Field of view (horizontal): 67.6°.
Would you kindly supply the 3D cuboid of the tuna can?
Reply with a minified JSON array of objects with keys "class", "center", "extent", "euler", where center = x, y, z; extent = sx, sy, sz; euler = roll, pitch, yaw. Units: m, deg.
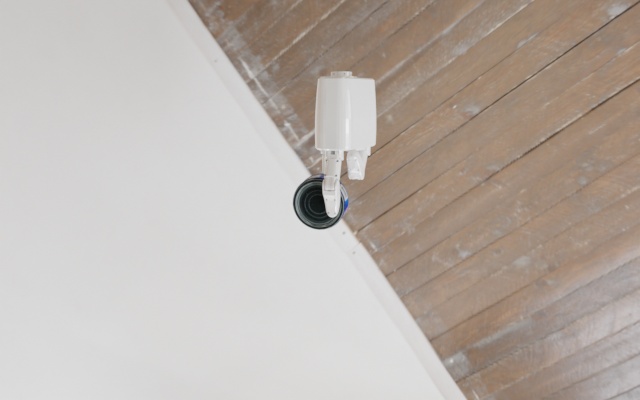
[{"class":"tuna can","center":[0.000,0.003,0.753],"extent":[0.086,0.086,0.033],"euler":[0,15,14]}]
